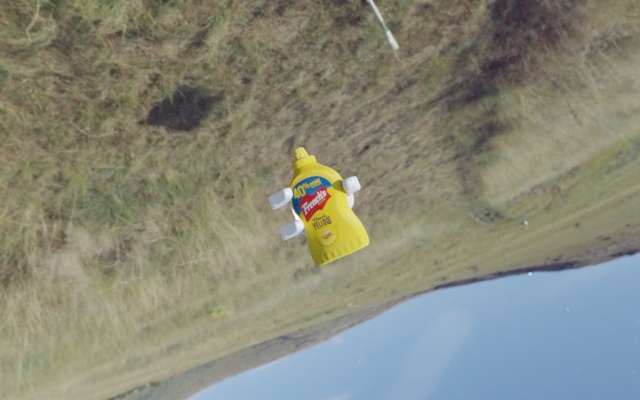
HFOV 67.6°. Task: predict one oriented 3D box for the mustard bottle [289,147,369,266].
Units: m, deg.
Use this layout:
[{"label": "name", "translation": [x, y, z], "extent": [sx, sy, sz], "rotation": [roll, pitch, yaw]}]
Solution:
[{"label": "mustard bottle", "translation": [0.000, 0.003, 0.781], "extent": [0.096, 0.191, 0.058], "rotation": [-26, -7, 27]}]
